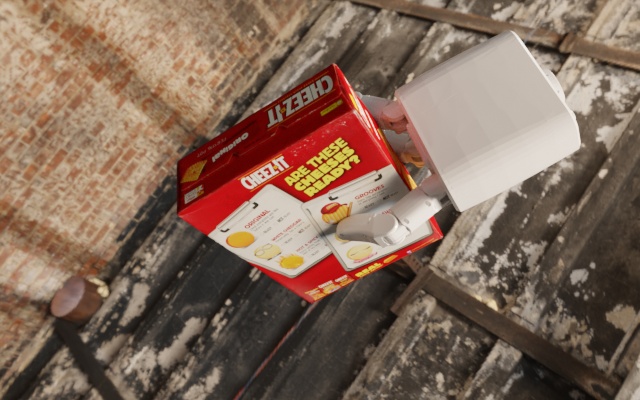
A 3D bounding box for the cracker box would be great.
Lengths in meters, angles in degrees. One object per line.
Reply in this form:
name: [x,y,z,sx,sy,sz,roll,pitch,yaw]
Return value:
cracker box: [0.000,0.002,0.448,0.164,0.072,0.214,-29,-41,14]
